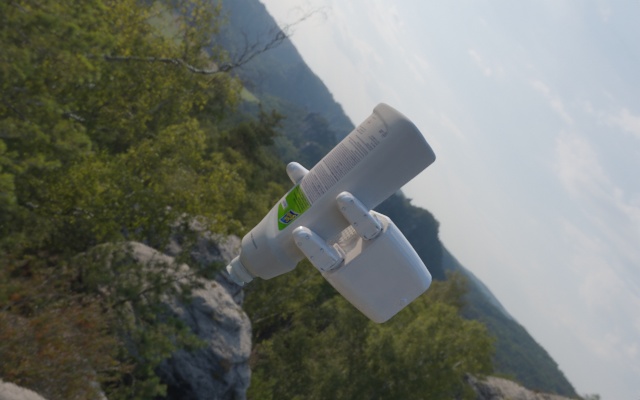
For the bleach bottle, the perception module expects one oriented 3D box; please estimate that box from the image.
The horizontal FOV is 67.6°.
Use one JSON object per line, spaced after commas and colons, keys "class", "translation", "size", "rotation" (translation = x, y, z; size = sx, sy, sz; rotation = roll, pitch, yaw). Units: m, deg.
{"class": "bleach bottle", "translation": [0.000, 0.002, 0.526], "size": [0.251, 0.068, 0.102], "rotation": [-39, 26, 5]}
